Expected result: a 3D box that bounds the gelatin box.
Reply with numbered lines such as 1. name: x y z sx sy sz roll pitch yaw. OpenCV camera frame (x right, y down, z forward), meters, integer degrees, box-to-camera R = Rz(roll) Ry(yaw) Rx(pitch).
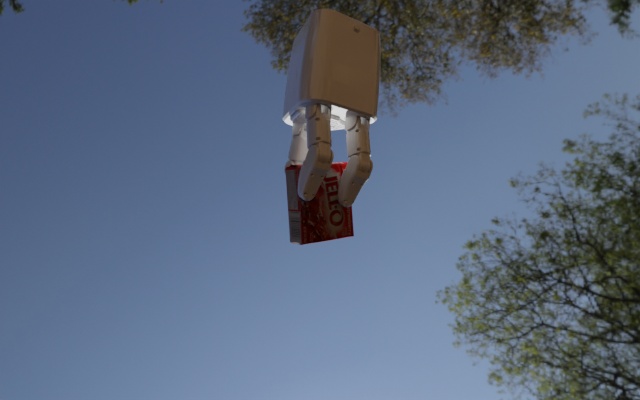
1. gelatin box: 0.000 0.002 0.546 0.073 0.089 0.030 -6 5 -35
